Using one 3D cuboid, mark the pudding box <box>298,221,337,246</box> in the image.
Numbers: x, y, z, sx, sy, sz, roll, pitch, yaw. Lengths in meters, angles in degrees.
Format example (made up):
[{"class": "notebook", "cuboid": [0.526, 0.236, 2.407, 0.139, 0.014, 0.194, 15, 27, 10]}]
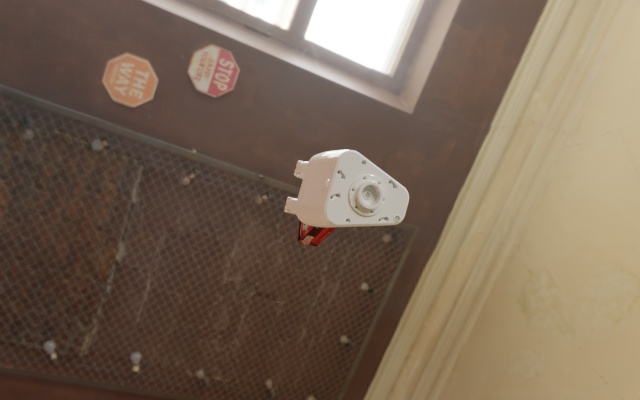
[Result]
[{"class": "pudding box", "cuboid": [0.000, 0.002, 0.732, 0.039, 0.113, 0.090, 18, -33, -18]}]
